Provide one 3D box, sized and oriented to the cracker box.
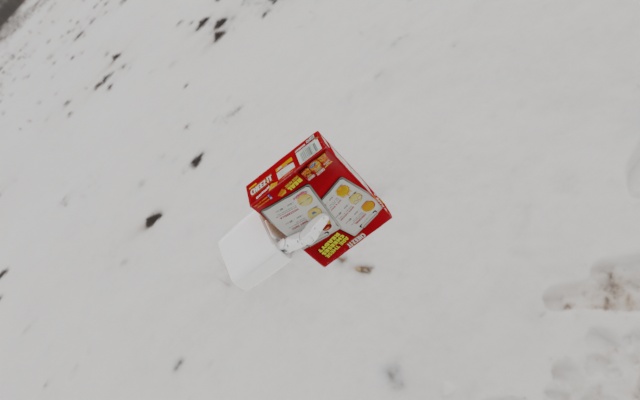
[{"bbox_3d":[0.000,0.003,0.851,0.214,0.164,0.072,43,15,-37],"label":"cracker box"}]
